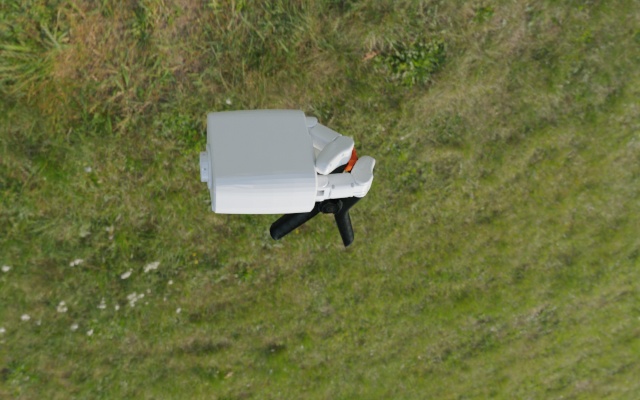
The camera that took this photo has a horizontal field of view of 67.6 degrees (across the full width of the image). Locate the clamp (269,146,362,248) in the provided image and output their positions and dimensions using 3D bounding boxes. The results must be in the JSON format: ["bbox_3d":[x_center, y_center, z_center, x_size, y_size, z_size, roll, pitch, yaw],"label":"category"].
[{"bbox_3d":[0.000,0.002,0.615,0.120,0.172,0.039,-3,45,-17],"label":"clamp"}]
